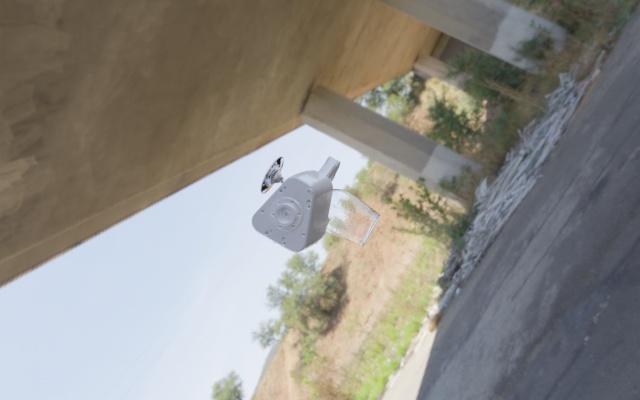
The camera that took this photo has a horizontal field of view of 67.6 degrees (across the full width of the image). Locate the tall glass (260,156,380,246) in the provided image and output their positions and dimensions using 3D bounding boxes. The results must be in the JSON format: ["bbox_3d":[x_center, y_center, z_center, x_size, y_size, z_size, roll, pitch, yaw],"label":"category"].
[{"bbox_3d":[0.000,0.002,0.826,0.201,0.079,0.079,29,5,9],"label":"tall glass"}]
